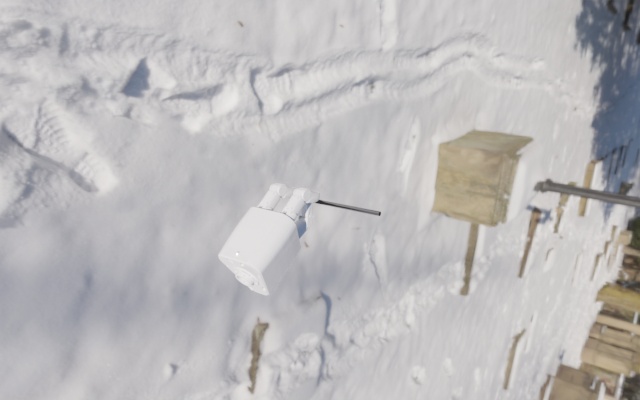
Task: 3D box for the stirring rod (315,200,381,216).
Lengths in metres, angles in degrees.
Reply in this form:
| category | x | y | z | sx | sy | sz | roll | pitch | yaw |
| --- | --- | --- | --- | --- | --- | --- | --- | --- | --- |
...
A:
| category | x | y | z | sx | sy | sz | roll | pitch | yaw |
| --- | --- | --- | --- | --- | --- | --- | --- | --- | --- |
| stirring rod | 0.000 | 0.003 | 0.853 | 0.239 | 0.011 | 0.011 | 11 | 6 | 34 |
